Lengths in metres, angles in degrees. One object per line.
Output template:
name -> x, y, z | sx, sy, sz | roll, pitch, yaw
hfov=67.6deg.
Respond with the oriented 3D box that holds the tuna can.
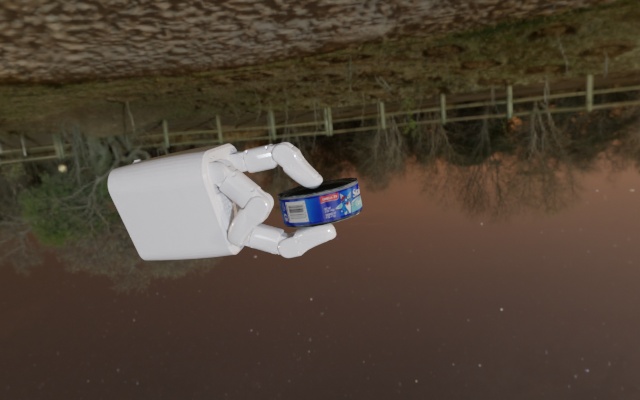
tuna can -> 0.000, 0.002, 0.500 | 0.086, 0.034, 0.086 | -11, 9, 2
